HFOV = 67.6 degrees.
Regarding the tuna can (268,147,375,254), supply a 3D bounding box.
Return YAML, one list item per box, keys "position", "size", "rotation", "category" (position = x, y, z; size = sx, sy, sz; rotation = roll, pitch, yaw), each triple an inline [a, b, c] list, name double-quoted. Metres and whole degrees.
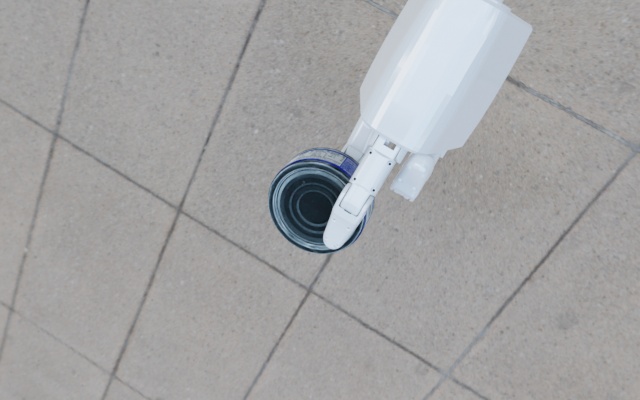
- position: [0.000, 0.002, 0.400]
  size: [0.086, 0.086, 0.033]
  rotation: [0, 23, 19]
  category: "tuna can"
